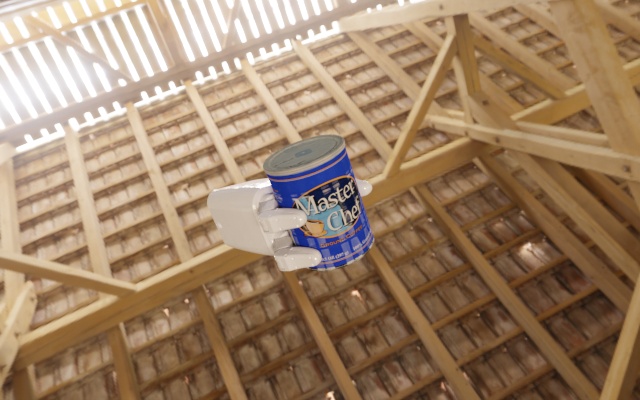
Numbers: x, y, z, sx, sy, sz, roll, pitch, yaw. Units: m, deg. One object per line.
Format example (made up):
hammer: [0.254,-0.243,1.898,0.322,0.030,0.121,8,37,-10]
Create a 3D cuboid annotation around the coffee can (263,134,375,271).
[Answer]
coffee can: [0.000,0.002,0.598,0.103,0.140,0.102,-16,23,7]
